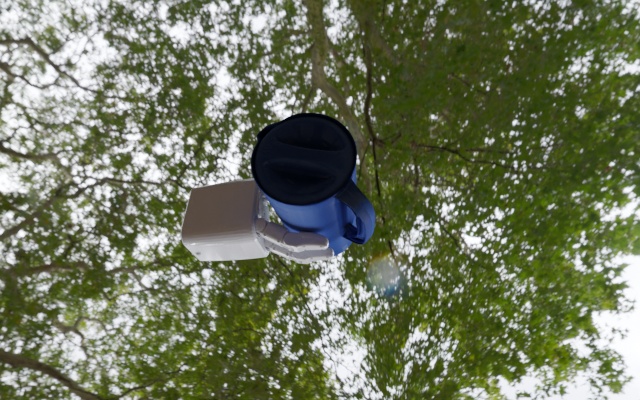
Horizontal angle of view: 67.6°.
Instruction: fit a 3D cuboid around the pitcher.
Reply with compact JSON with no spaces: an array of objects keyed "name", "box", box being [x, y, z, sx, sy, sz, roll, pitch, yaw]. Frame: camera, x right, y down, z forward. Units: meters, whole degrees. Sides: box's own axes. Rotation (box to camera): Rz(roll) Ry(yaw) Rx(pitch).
[{"name":"pitcher","box":[0.000,0.002,0.685,0.145,0.149,0.243,-7,-27,5]}]
